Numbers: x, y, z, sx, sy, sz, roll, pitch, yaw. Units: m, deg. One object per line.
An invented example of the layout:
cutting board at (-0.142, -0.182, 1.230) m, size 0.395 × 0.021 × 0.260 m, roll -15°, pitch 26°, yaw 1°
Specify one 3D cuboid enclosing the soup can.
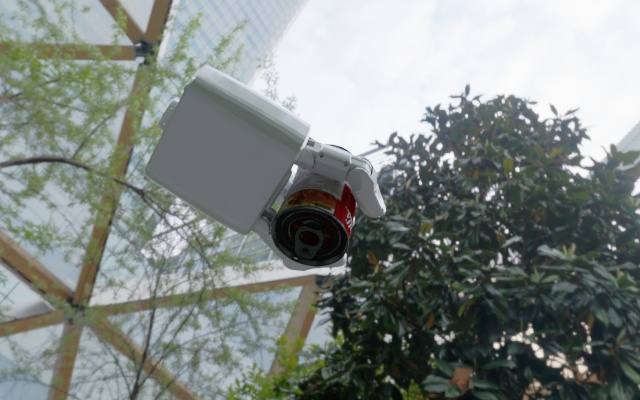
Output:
soup can at (0.001, 0.001, 0.444) m, size 0.068 × 0.069 × 0.102 m, roll 0°, pitch 38°, yaw 14°
